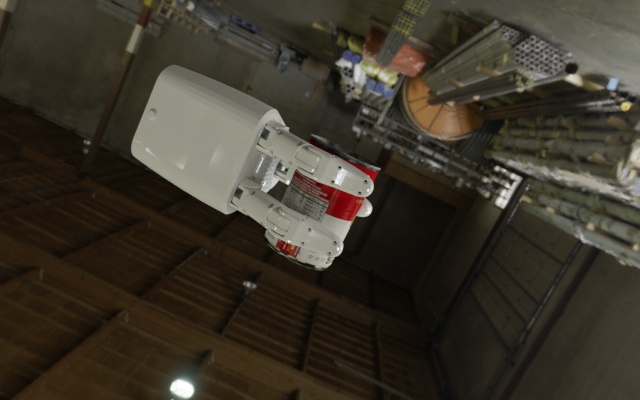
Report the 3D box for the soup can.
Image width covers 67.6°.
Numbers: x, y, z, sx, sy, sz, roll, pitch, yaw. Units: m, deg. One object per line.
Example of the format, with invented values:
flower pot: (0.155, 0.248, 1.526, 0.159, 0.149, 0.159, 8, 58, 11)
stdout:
soup can: (0.000, 0.002, 0.424, 0.068, 0.102, 0.068, 25, 10, -5)
